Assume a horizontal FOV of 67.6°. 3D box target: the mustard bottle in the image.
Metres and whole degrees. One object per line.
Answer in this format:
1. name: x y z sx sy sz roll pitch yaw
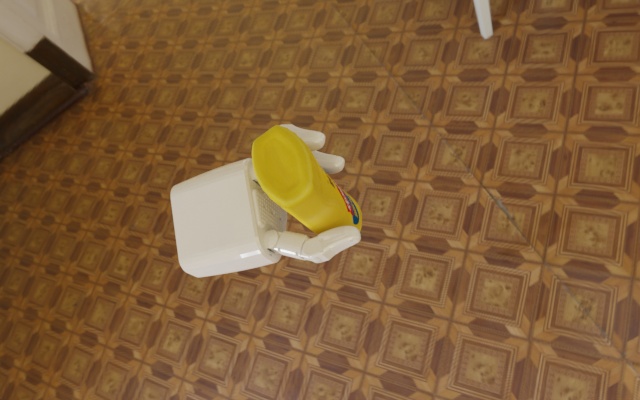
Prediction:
1. mustard bottle: 0.000 0.001 0.527 0.058 0.096 0.192 -36 -34 6
